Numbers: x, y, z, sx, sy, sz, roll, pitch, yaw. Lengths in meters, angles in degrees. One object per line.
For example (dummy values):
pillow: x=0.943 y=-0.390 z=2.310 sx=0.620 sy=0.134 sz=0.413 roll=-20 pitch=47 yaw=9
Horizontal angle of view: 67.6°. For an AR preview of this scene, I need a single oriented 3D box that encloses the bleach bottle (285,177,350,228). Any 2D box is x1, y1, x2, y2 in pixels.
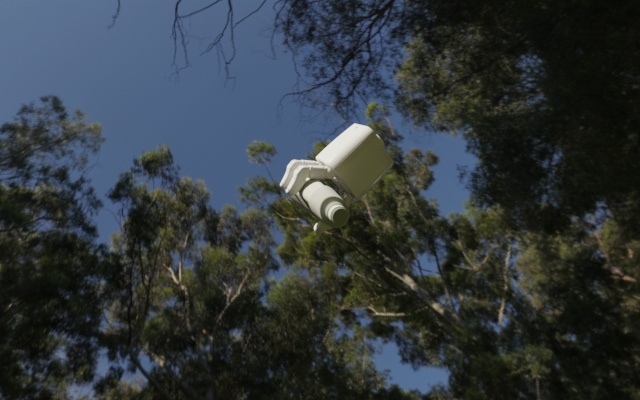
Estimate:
bleach bottle: x=0.000 y=0.003 z=0.898 sx=0.068 sy=0.102 sz=0.250 roll=-42 pitch=22 yaw=-4
